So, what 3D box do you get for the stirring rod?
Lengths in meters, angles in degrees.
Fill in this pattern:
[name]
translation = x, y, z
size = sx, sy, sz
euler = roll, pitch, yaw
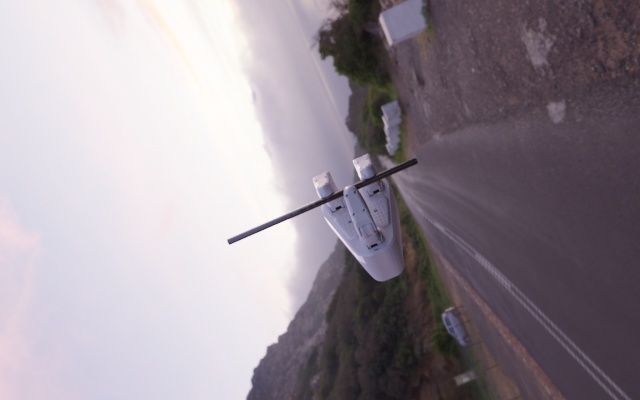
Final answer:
[stirring rod]
translation = 0.000, 0.002, 0.557
size = 0.239, 0.011, 0.011
euler = -23, -3, 6
